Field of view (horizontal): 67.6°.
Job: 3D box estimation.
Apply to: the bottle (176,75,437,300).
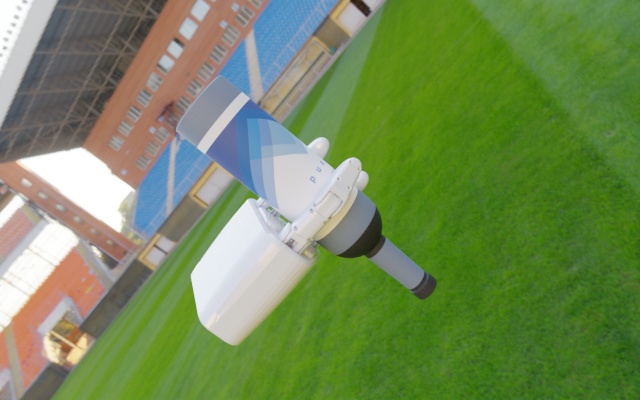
[{"bbox_3d":[0.000,0.001,0.468,0.296,0.069,0.069,39,-10,-12],"label":"bottle"}]
